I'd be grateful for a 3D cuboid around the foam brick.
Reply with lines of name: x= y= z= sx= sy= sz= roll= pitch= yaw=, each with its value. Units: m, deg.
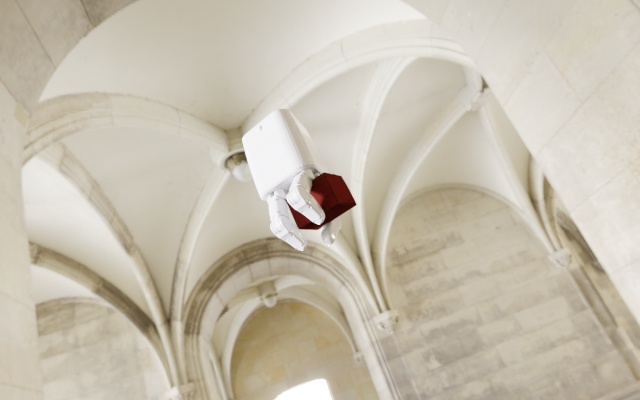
foam brick: x=0.000 y=0.002 z=0.682 sx=0.078 sy=0.051 sz=0.053 roll=-34 pitch=-21 yaw=26
